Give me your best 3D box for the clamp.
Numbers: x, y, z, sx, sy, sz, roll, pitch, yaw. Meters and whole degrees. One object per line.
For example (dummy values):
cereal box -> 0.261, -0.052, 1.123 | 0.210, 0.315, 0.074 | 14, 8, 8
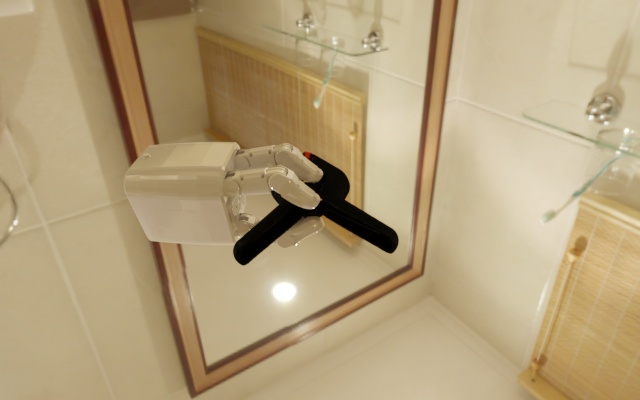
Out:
clamp -> 0.000, 0.002, 0.548 | 0.164, 0.036, 0.209 | 0, 32, 3
